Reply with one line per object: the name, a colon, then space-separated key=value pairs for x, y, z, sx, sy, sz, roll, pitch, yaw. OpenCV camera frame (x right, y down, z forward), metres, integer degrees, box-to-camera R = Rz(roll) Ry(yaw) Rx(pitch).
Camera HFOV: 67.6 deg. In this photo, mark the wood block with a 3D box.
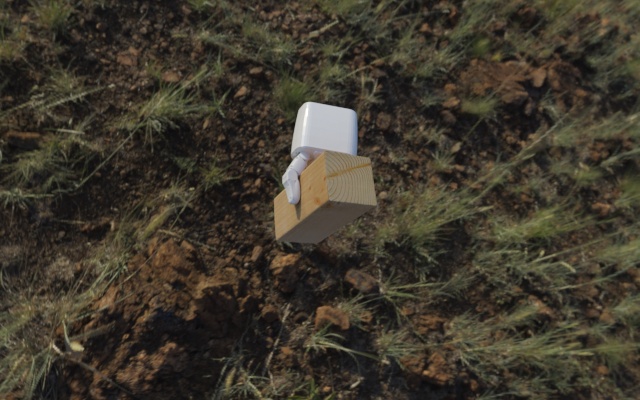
wood block: x=0.000 y=0.002 z=0.844 sx=0.091 sy=0.090 sz=0.206 roll=7 pitch=-25 yaw=-27
